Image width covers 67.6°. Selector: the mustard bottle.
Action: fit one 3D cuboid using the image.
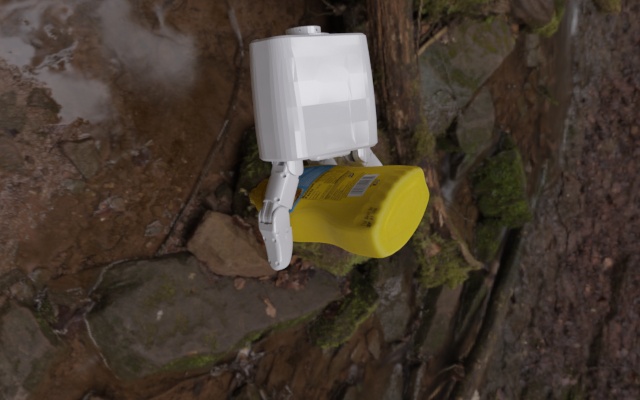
[{"bbox_3d":[0.000,0.002,0.466,0.191,0.058,0.096,6,42,40],"label":"mustard bottle"}]
